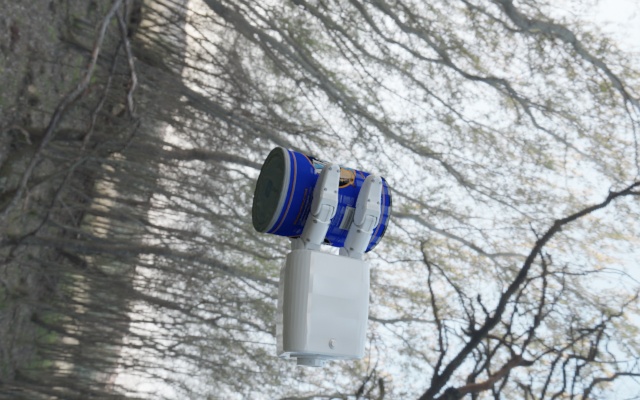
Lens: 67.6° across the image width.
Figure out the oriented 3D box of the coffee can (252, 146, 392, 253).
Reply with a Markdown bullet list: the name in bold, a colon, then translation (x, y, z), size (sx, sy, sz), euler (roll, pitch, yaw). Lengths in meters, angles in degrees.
- **coffee can**: translation (0.000, 0.002, 0.581), size (0.140, 0.103, 0.103), euler (14, -6, -24)
